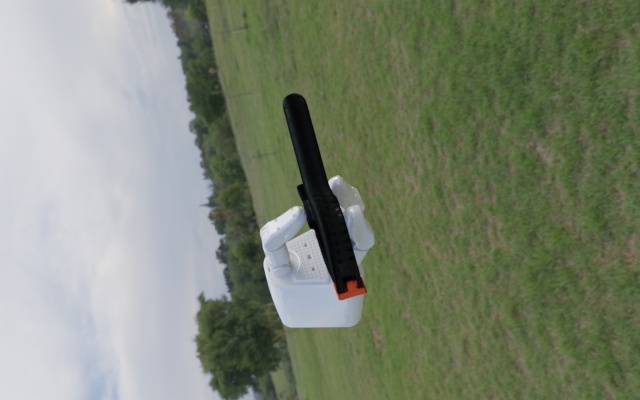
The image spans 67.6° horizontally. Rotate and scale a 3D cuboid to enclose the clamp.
[{"bbox_3d":[-0.001,0.002,0.496,0.036,0.209,0.165,-16,-42,-6],"label":"clamp"}]
